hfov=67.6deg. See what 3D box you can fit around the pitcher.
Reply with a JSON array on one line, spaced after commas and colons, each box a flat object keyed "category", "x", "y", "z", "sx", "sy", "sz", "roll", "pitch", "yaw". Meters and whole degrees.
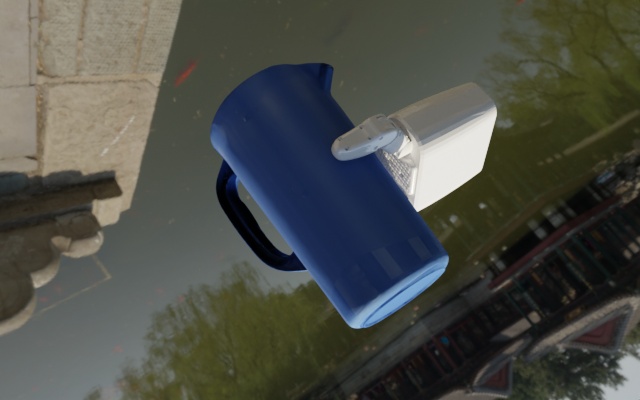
[{"category": "pitcher", "x": 0.000, "y": 0.001, "z": 0.465, "sx": 0.145, "sy": 0.242, "sz": 0.149, "roll": -27, "pitch": -23, "yaw": -22}]
